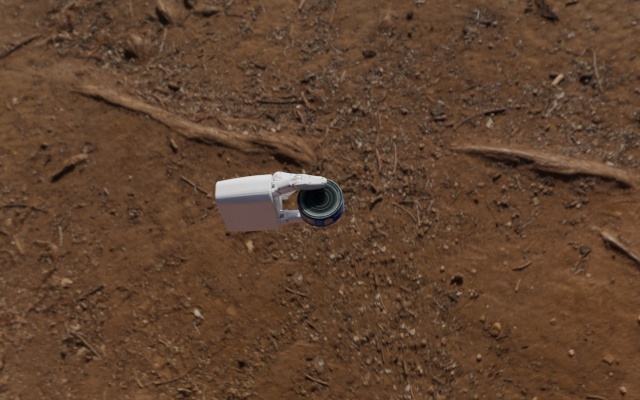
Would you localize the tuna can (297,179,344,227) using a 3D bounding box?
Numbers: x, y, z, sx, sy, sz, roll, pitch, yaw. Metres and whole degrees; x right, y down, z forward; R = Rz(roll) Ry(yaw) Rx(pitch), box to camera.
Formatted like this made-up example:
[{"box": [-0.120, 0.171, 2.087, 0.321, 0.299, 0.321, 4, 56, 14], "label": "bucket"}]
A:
[{"box": [0.000, 0.003, 0.871, 0.086, 0.086, 0.034, 0, -28, 5], "label": "tuna can"}]
